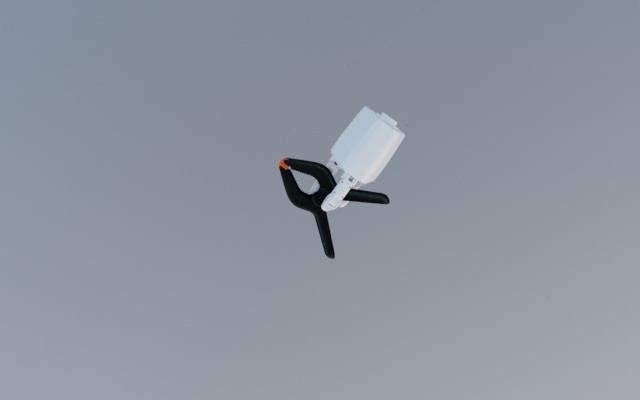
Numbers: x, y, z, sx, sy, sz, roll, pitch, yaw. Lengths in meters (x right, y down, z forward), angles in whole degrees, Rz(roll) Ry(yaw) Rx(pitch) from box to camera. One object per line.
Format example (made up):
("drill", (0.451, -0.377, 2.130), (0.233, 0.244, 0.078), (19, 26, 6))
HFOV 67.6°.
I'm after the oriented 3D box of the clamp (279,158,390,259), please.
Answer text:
("clamp", (0.000, 0.003, 0.895), (0.210, 0.164, 0.036), (34, 14, -7))
